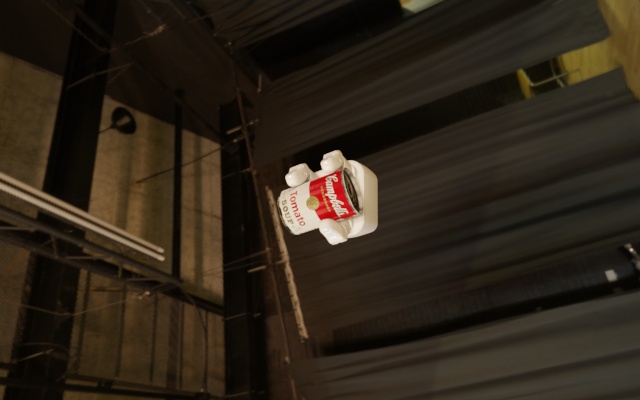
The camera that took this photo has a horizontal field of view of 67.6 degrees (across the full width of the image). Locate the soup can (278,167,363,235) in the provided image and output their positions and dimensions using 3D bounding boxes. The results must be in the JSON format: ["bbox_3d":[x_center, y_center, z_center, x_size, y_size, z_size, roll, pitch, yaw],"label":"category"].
[{"bbox_3d":[0.000,0.002,0.668,0.102,0.068,0.068,-19,-6,19],"label":"soup can"}]
